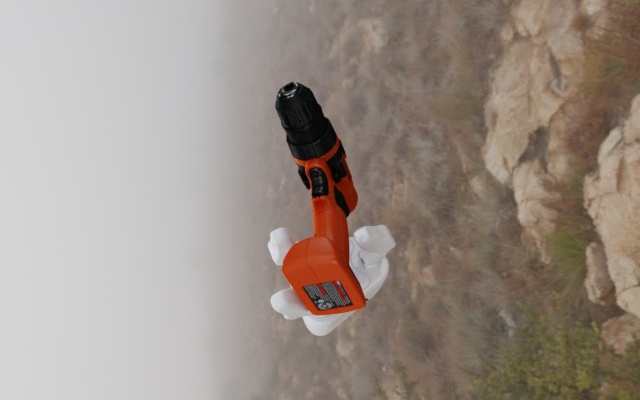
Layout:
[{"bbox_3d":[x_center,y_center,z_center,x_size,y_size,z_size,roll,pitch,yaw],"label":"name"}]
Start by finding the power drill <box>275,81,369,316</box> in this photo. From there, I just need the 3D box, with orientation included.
[{"bbox_3d":[0.000,0.002,0.470,0.057,0.187,0.185,-13,-42,15],"label":"power drill"}]
